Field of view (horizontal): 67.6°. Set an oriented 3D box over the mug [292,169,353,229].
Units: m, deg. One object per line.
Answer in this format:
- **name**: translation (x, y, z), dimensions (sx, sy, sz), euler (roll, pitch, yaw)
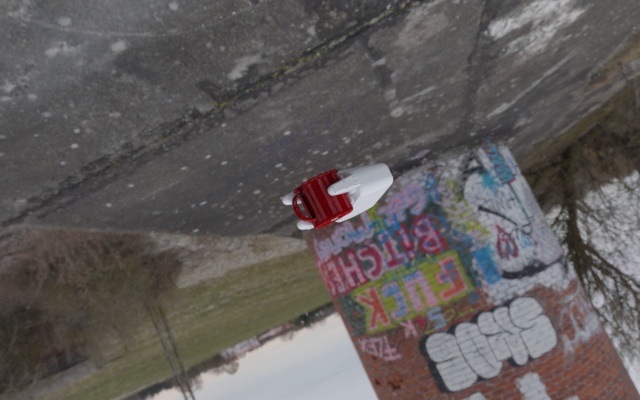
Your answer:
- **mug**: translation (-0.001, 0.003, 0.869), dimensions (0.117, 0.081, 0.093), euler (-21, -9, -41)
